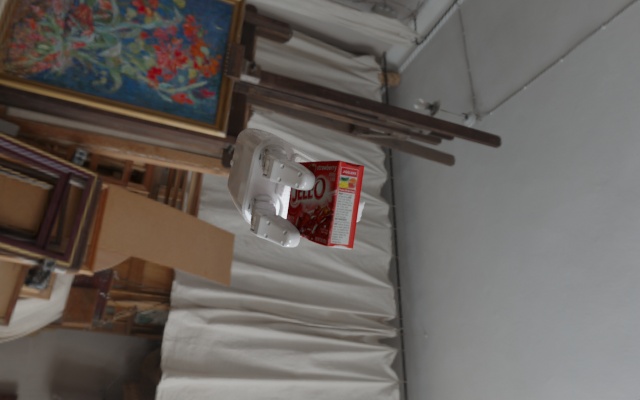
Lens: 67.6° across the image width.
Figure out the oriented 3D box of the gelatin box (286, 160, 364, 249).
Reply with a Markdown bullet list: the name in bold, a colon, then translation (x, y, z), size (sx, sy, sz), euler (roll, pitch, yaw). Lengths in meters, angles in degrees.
- **gelatin box**: translation (0.001, 0.002, 0.438), size (0.030, 0.073, 0.089), euler (9, 0, -30)
